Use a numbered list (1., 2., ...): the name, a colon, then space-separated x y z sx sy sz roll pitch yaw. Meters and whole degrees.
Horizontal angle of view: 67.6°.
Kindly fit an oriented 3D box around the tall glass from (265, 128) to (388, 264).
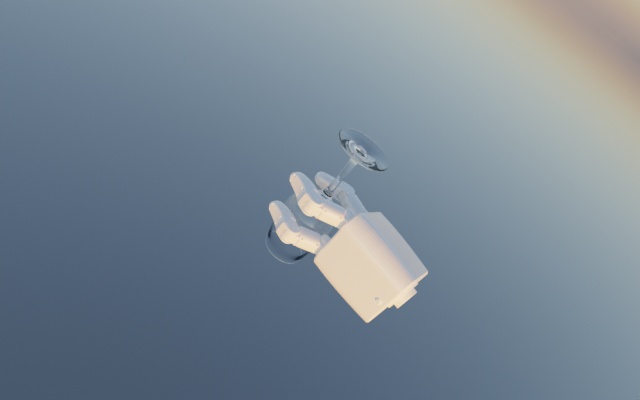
1. tall glass: 0.000 0.002 0.636 0.079 0.079 0.201 0 -40 -44
